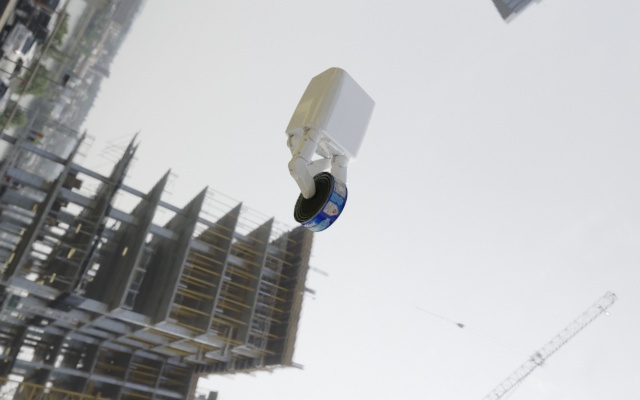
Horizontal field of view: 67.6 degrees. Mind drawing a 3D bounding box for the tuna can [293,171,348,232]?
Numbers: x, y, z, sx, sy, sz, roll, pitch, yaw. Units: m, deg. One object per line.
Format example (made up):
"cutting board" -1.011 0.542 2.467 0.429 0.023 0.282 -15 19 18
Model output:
"tuna can" 0.001 0.003 0.693 0.034 0.086 0.086 33 -17 -27
